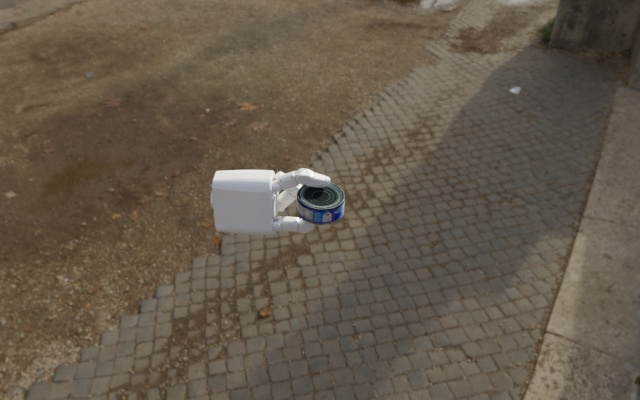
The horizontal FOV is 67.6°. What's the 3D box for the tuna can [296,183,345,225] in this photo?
[{"bbox_3d":[0.000,0.002,0.835,0.086,0.034,0.086,2,37,-2],"label":"tuna can"}]
